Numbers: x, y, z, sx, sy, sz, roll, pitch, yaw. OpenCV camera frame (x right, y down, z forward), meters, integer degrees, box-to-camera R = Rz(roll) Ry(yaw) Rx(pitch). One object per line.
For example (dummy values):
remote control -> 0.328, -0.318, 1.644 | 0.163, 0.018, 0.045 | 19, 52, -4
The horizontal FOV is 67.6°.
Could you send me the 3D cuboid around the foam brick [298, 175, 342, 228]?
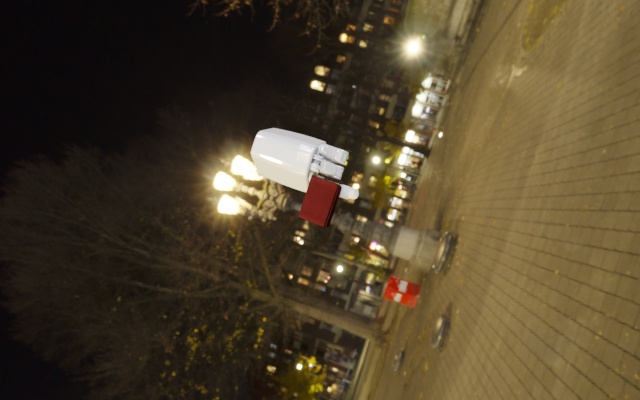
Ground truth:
foam brick -> 0.000, 0.003, 0.831 | 0.051, 0.078, 0.053 | 18, -1, 8
